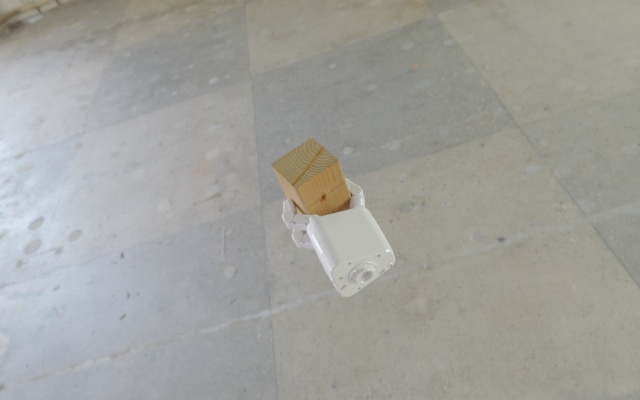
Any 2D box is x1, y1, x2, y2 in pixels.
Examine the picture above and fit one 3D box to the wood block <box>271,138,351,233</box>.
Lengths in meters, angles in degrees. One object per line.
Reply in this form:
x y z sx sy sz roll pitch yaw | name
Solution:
0.001 0.003 0.871 0.091 0.206 0.090 -35 46 -13 | wood block
